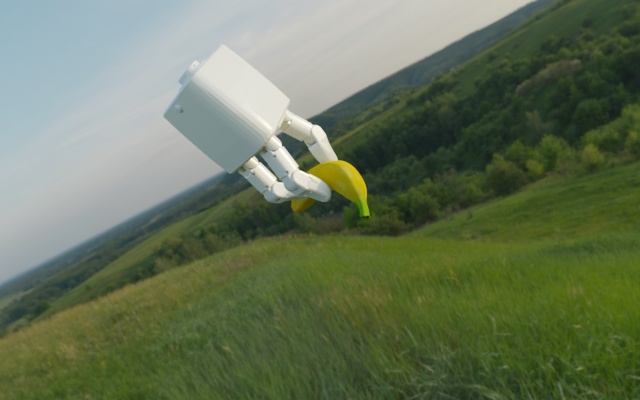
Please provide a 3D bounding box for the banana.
[{"bbox_3d":[0.006,-0.016,0.612,0.037,0.069,0.198,14,-5,-24],"label":"banana"}]
